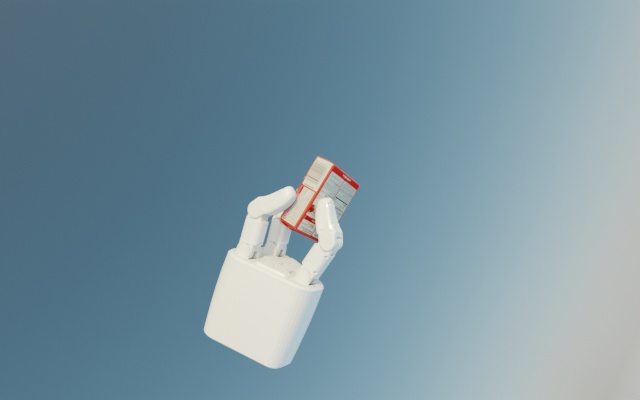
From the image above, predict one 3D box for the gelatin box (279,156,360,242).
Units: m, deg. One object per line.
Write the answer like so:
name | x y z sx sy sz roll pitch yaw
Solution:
gelatin box | 0.001 0.002 0.567 0.030 0.089 0.073 31 -1 34
